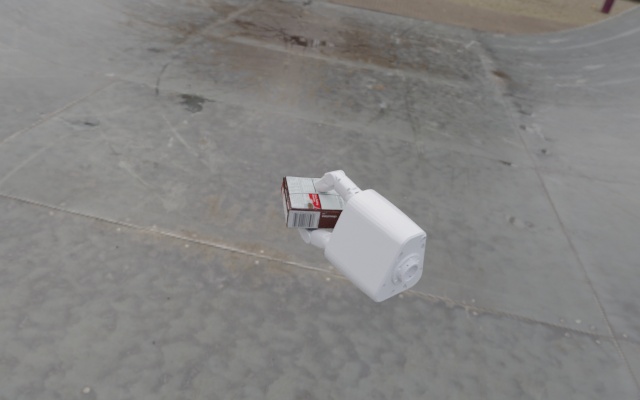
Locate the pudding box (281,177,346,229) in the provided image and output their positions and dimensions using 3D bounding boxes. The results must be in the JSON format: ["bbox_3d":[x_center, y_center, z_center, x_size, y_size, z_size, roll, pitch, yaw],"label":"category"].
[{"bbox_3d":[0.000,0.002,0.733,0.113,0.039,0.090,3,34,-13],"label":"pudding box"}]
